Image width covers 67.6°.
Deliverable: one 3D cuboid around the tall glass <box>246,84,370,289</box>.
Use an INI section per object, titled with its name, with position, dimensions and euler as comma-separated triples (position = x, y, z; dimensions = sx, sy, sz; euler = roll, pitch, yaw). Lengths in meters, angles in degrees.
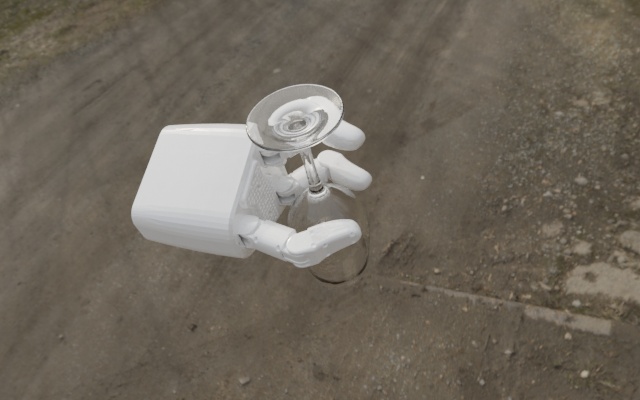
[tall glass]
position = 0.000, 0.001, 0.422
dimensions = 0.079, 0.079, 0.201
euler = 0, -40, 15
